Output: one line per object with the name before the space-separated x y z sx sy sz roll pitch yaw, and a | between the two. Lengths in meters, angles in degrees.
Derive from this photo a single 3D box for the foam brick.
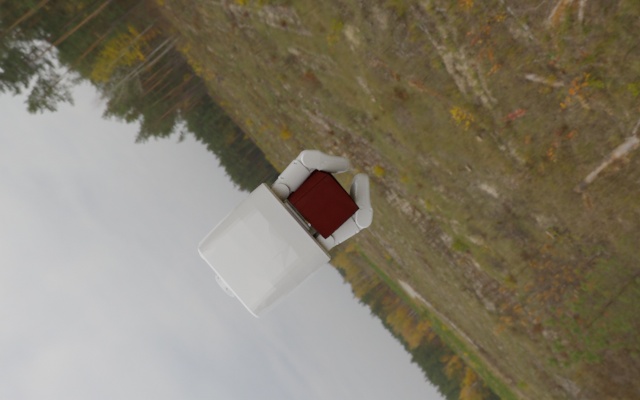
foam brick | 0.000 0.002 0.530 0.051 0.053 0.078 -42 12 -3
